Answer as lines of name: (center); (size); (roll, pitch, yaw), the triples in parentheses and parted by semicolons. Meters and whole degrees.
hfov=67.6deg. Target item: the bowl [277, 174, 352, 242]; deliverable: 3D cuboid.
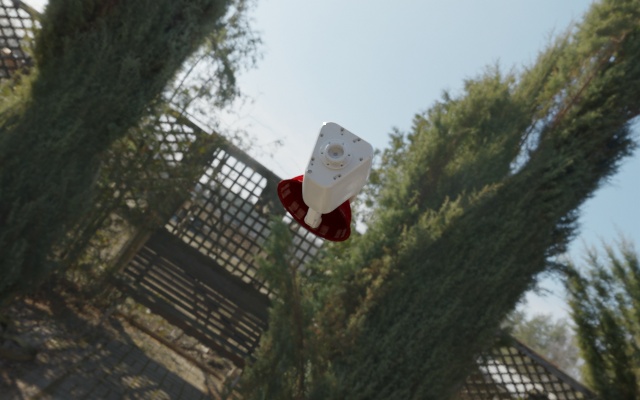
bowl: (0.000, 0.003, 0.885); (0.162, 0.162, 0.055); (0, 44, 50)
